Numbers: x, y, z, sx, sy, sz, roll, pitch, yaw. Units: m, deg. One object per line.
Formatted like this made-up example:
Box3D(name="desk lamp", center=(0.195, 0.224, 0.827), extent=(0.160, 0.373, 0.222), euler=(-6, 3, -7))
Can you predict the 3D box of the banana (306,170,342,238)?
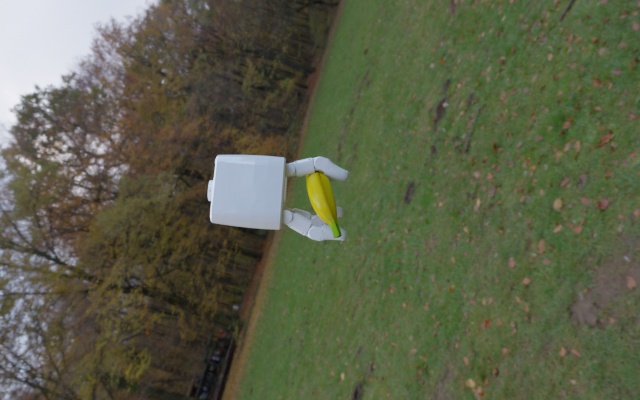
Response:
Box3D(name="banana", center=(-0.002, -0.013, 0.755), extent=(0.037, 0.070, 0.197), euler=(-10, 25, -3))
